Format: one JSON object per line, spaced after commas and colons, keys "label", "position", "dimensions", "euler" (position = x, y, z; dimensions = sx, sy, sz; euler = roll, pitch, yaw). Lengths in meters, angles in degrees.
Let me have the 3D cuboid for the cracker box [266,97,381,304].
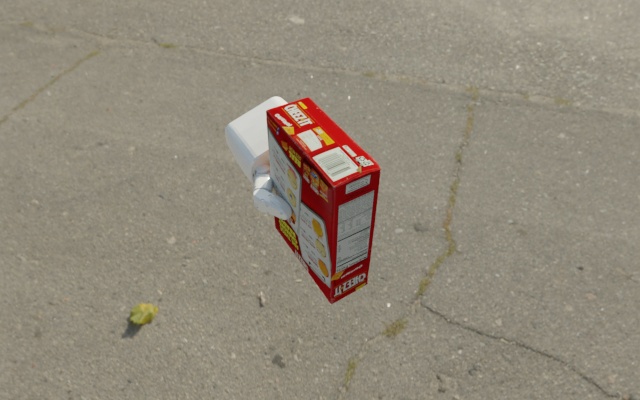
{"label": "cracker box", "position": [0.000, 0.002, 0.617], "dimensions": [0.072, 0.214, 0.164], "euler": [-23, 49, -21]}
